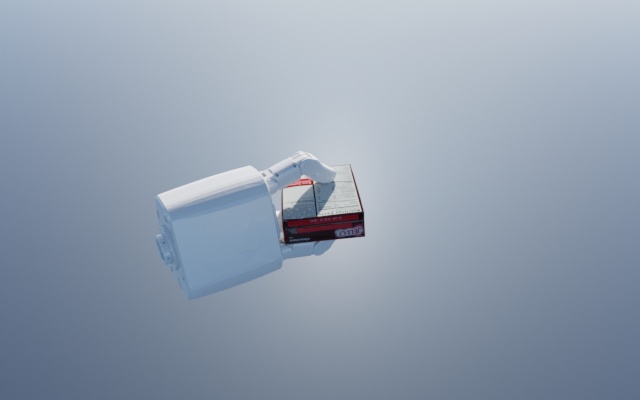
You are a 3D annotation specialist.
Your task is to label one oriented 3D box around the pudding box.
[{"bbox_3d":[0.000,0.002,0.556,0.090,0.039,0.113,-5,35,-2],"label":"pudding box"}]
